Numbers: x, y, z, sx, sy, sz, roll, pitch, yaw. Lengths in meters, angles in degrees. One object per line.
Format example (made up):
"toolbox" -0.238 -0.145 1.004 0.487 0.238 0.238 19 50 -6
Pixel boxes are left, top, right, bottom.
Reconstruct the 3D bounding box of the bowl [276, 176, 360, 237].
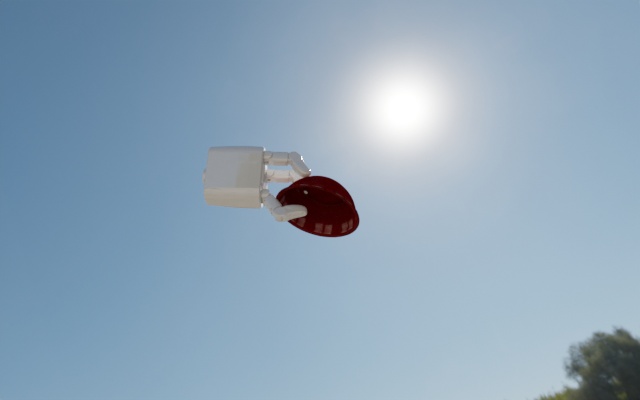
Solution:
"bowl" 0.002 0.003 0.895 0.162 0.055 0.162 13 -34 9
